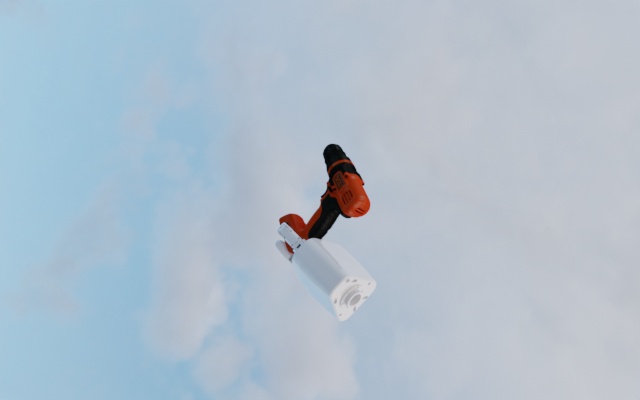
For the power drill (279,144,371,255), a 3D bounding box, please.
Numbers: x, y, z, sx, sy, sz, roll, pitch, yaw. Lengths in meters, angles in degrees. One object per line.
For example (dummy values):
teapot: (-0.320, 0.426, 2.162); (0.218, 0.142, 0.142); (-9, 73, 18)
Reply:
power drill: (0.000, 0.003, 0.887); (0.057, 0.188, 0.184); (24, 29, -33)
